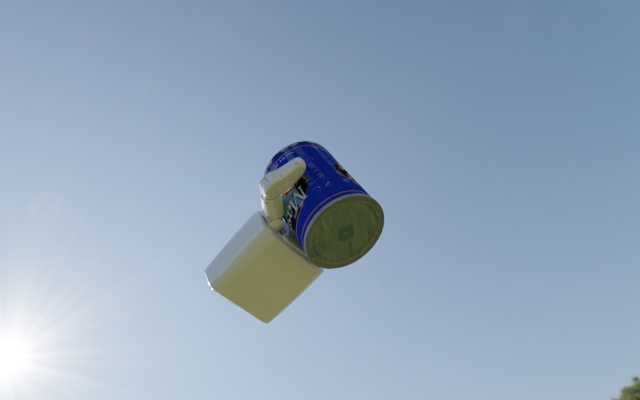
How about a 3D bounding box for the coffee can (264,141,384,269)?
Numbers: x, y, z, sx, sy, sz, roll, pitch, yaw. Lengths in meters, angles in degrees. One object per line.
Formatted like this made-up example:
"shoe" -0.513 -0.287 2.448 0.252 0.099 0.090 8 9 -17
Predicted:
"coffee can" 0.000 0.002 0.598 0.103 0.103 0.140 0 32 -30
